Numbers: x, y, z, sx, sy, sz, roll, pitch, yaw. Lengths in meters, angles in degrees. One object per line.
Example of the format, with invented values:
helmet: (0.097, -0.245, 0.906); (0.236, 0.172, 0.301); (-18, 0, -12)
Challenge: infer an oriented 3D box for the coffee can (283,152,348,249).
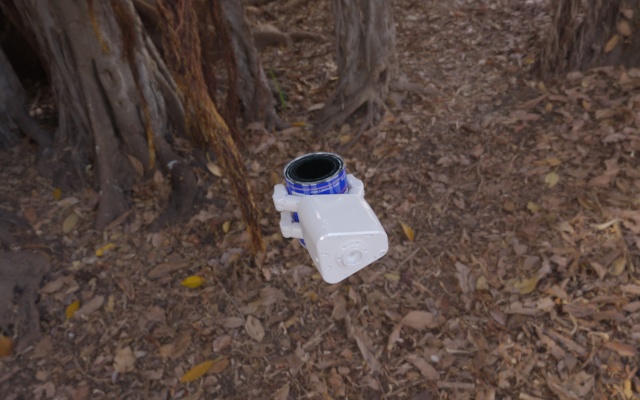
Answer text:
coffee can: (0.000, 0.003, 0.819); (0.103, 0.140, 0.102); (-8, 33, 5)
